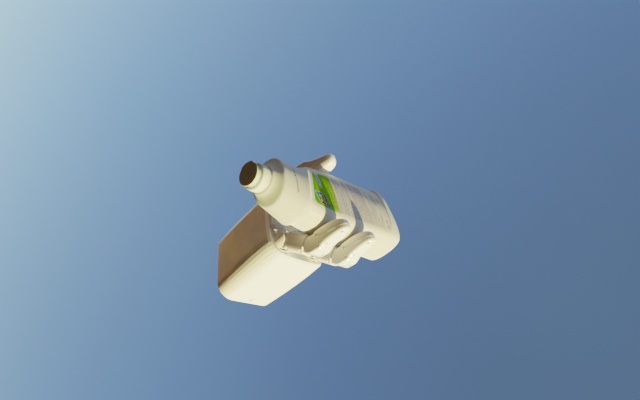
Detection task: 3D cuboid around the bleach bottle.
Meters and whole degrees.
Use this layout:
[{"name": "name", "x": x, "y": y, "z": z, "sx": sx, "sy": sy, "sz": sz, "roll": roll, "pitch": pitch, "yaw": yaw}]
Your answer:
[{"name": "bleach bottle", "x": 0.000, "y": 0.002, "z": 0.593, "sx": 0.068, "sy": 0.102, "sz": 0.251, "roll": -40, "pitch": -39, "yaw": 22}]
